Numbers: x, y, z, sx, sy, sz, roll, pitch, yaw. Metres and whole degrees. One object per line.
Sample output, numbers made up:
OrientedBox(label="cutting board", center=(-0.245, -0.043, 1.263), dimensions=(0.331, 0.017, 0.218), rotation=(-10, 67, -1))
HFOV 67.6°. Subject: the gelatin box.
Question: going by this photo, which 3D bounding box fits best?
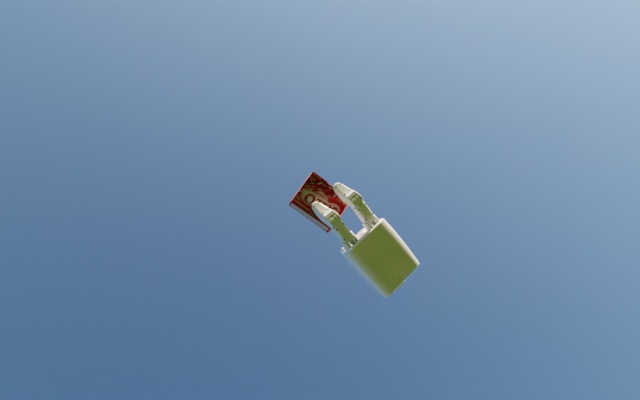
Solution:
OrientedBox(label="gelatin box", center=(0.000, 0.003, 0.863), dimensions=(0.089, 0.073, 0.030), rotation=(35, -20, 0))
